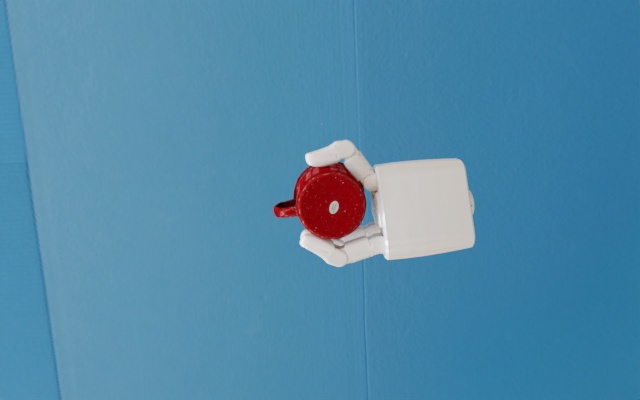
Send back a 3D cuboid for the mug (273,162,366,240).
[{"bbox_3d":[-0.001,0.002,0.583,0.117,0.093,0.081,-9,9,0],"label":"mug"}]
